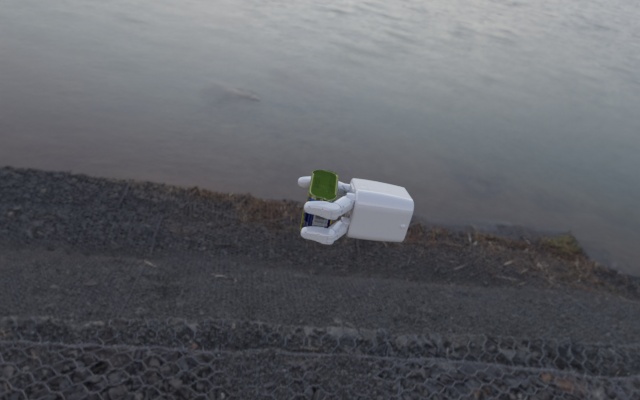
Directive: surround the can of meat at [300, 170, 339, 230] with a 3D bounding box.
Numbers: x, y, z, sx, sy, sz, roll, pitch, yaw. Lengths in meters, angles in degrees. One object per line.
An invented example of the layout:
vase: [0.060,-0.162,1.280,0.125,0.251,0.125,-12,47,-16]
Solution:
can of meat: [0.000,0.003,0.875,0.057,0.084,0.102,10,35,-2]
